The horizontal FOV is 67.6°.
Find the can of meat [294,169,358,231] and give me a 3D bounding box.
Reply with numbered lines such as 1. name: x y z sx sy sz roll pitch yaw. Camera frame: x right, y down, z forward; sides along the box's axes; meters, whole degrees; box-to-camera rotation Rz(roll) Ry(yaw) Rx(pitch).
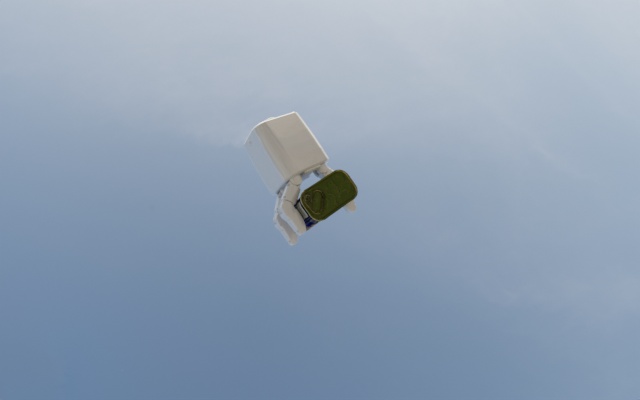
1. can of meat: 0.000 0.003 0.803 0.102 0.057 0.084 -34 -2 -28
